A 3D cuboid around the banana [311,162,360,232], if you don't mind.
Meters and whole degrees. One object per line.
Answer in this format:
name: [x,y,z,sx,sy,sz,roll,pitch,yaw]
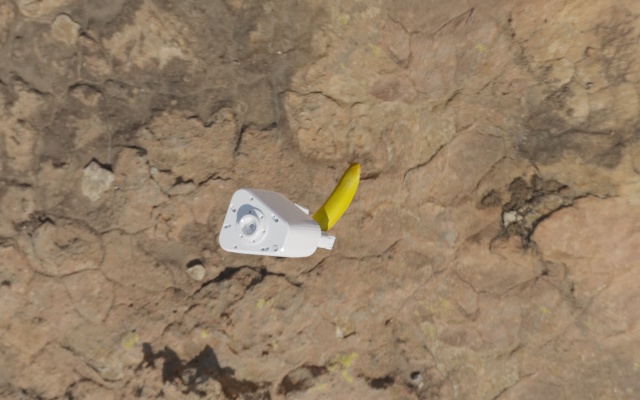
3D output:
banana: [0.006,0.017,0.837,0.037,0.198,0.069,36,13,-50]
